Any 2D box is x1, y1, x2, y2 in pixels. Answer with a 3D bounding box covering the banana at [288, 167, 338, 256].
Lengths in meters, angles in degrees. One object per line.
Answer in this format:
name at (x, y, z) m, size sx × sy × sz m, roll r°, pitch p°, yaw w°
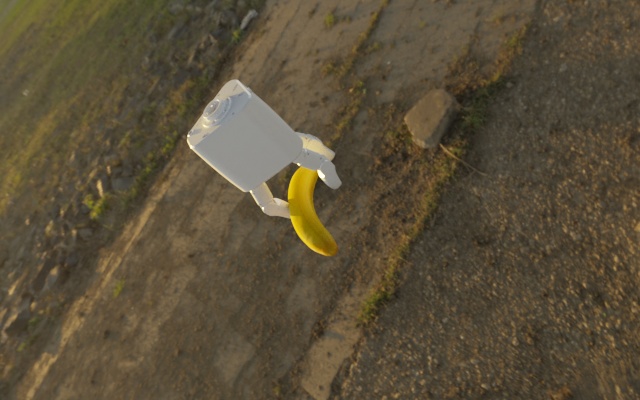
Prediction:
banana at (-0.016, 0.008, 0.704) m, size 0.069 × 0.197 × 0.037 m, roll -26°, pitch -46°, yaw 22°
